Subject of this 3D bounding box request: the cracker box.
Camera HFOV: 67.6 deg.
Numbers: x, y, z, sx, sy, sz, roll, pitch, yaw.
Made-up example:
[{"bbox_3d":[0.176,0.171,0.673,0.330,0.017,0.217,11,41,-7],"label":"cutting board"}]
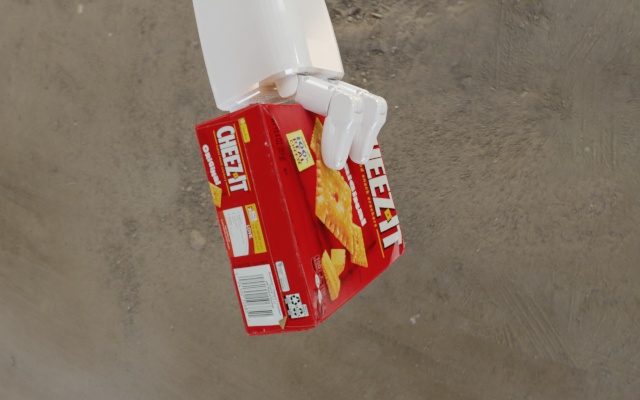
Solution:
[{"bbox_3d":[0.000,0.001,0.430,0.072,0.164,0.213,-12,3,29],"label":"cracker box"}]
